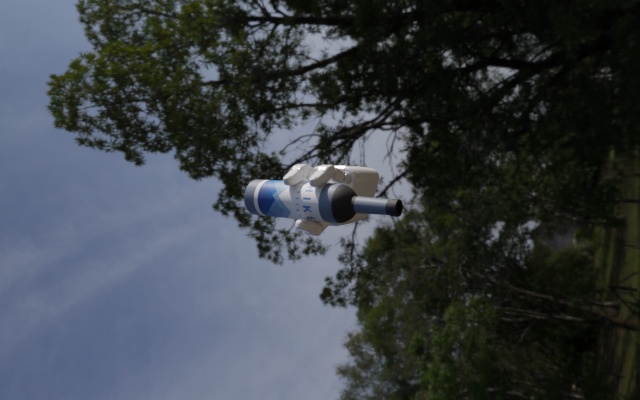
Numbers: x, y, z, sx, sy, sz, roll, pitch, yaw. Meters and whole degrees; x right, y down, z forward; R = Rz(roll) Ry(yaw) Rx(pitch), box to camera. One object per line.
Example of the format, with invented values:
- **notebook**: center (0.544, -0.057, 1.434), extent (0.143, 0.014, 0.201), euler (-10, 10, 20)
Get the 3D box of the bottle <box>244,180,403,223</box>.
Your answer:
- **bottle**: center (0.000, 0.003, 0.816), extent (0.295, 0.069, 0.069), euler (4, 2, 34)
